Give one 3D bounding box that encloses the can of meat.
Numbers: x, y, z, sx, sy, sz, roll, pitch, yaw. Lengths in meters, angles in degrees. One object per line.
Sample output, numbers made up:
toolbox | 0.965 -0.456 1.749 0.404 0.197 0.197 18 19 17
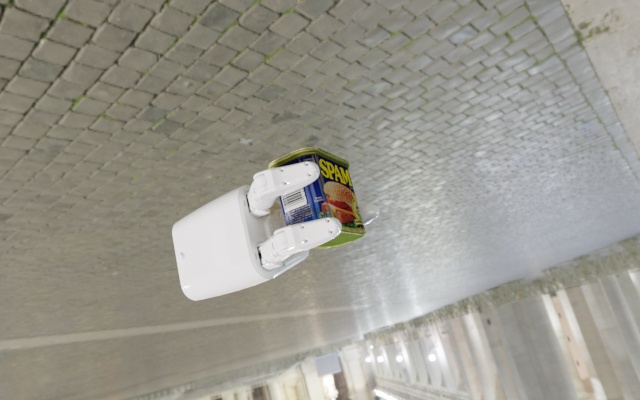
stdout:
can of meat | 0.000 0.002 0.486 0.057 0.084 0.102 -21 -16 24
